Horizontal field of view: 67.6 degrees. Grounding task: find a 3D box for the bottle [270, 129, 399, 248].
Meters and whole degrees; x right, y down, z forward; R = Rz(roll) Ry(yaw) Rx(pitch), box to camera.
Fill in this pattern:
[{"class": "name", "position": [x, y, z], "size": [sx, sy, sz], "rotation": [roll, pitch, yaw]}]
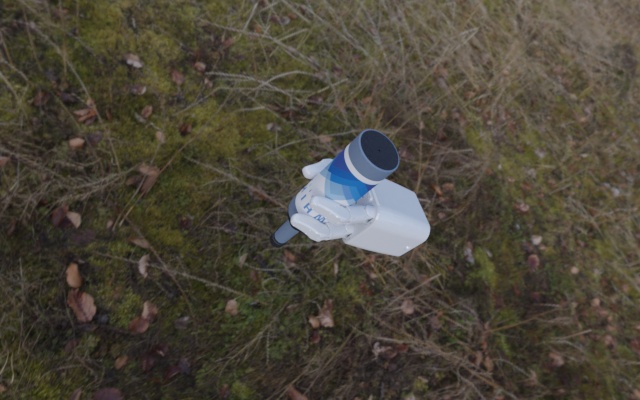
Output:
[{"class": "bottle", "position": [0.000, 0.002, 0.727], "size": [0.069, 0.069, 0.296], "rotation": [0, -28, -36]}]
